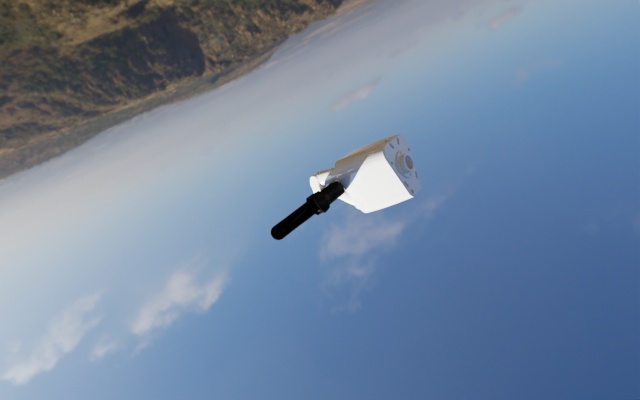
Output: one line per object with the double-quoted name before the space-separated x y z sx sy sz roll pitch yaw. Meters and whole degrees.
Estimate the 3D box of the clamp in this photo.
"clamp" 0.000 0.003 0.796 0.120 0.039 0.171 -24 12 41
